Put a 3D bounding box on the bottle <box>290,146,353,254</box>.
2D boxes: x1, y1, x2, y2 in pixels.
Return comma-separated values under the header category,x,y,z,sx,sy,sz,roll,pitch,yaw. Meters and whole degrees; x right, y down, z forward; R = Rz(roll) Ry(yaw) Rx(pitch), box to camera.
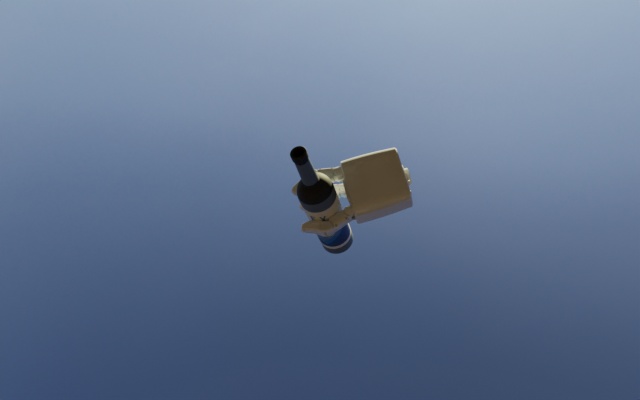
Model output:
category,x,y,z,sx,sy,sz,roll,pitch,yaw
bottle,0.000,0.003,0.862,0.069,0.069,0.296,0,-32,16
